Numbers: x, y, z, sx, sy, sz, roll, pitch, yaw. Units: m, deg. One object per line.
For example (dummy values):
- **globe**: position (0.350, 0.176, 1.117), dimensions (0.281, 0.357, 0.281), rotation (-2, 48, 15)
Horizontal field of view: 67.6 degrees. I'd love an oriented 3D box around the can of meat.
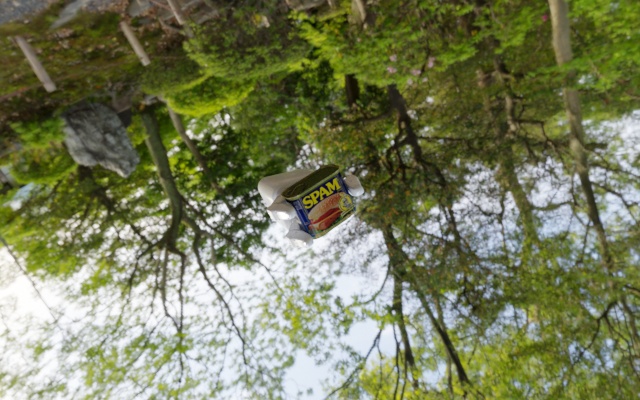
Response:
- **can of meat**: position (0.000, 0.003, 0.779), dimensions (0.102, 0.084, 0.057), rotation (-33, 23, -17)
